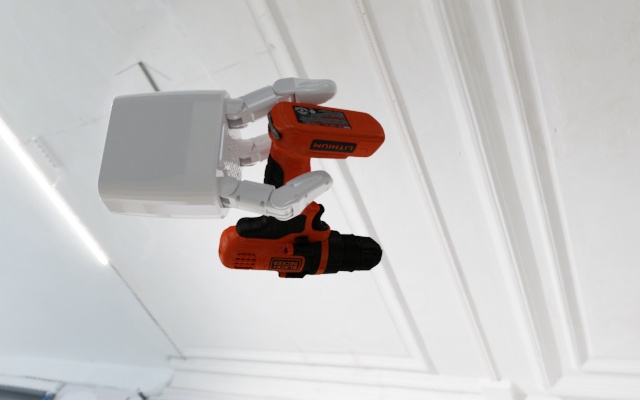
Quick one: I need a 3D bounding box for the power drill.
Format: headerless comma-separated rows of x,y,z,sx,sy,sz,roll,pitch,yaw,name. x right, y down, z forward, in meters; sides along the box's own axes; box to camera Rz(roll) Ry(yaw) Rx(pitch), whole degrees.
0.000,0.001,0.482,0.184,0.188,0.057,4,34,-21,power drill
